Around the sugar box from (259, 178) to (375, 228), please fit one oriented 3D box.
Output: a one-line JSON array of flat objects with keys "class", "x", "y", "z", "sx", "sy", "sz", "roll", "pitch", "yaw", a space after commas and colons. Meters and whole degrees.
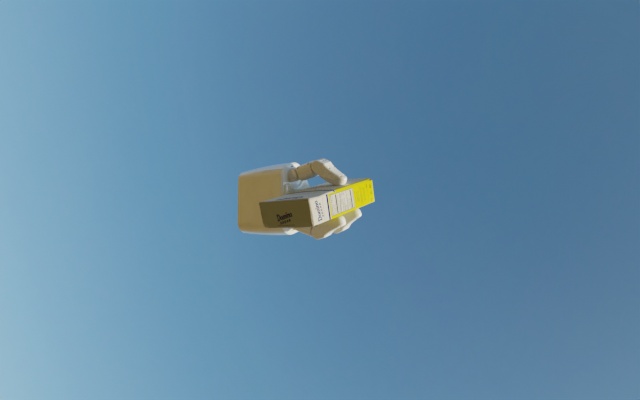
[{"class": "sugar box", "x": 0.000, "y": 0.003, "z": 0.725, "sx": 0.093, "sy": 0.048, "sz": 0.176, "roll": -4, "pitch": 11, "yaw": 36}]
